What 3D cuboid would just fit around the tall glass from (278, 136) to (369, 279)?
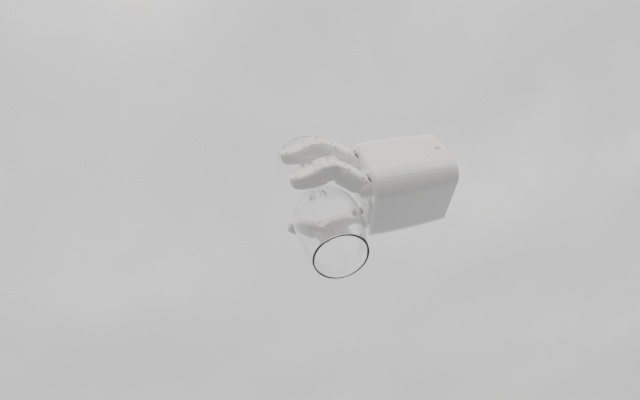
[{"bbox_3d":[0.000,0.002,0.575,0.079,0.079,0.201,0,35,-15],"label":"tall glass"}]
